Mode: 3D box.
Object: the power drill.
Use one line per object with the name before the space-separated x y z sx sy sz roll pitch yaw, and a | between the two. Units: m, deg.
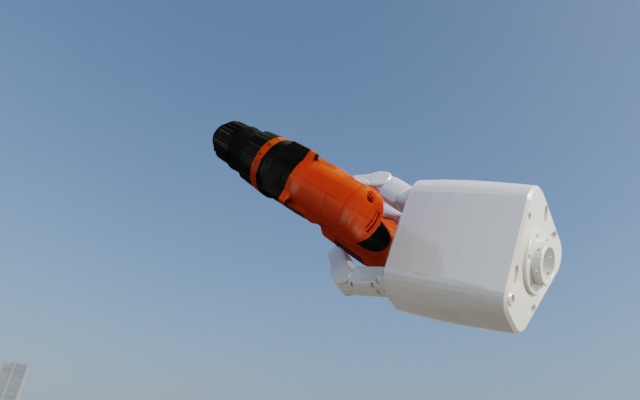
power drill | 0.000 0.002 0.459 0.184 0.057 0.188 33 -2 33
